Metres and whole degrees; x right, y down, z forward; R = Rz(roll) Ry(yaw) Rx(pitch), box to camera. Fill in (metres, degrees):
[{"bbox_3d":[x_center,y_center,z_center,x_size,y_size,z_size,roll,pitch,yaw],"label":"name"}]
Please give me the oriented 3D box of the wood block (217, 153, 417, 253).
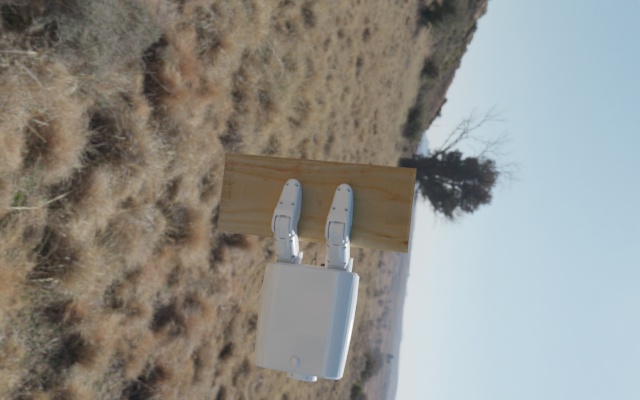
[{"bbox_3d":[0.000,0.002,0.544,0.206,0.090,0.091,6,-2,11],"label":"wood block"}]
